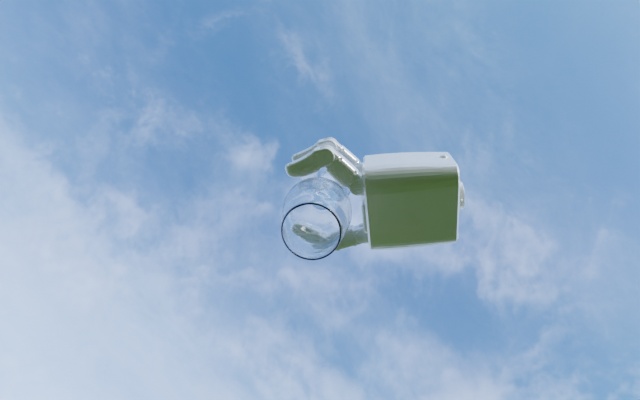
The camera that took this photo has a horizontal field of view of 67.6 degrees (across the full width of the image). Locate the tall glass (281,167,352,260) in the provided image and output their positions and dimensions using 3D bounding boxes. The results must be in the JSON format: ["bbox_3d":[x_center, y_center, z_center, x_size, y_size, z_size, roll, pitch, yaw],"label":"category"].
[{"bbox_3d":[0.000,0.002,0.570,0.079,0.079,0.201,0,18,6],"label":"tall glass"}]
